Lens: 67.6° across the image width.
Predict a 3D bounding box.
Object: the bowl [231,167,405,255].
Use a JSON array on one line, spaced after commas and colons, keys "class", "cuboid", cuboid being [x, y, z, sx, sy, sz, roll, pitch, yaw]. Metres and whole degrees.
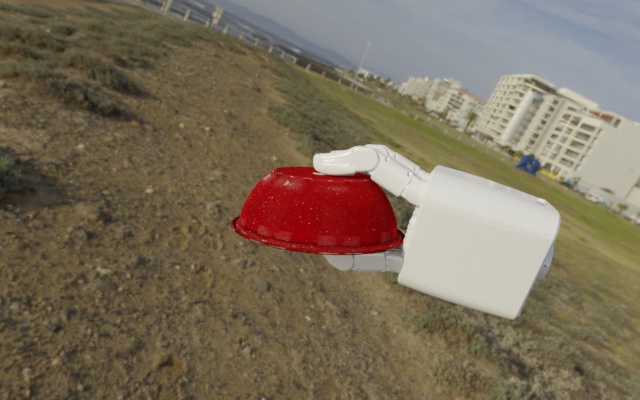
[{"class": "bowl", "cuboid": [-0.001, 0.001, 0.441, 0.162, 0.055, 0.162, 4, 10, -1]}]
